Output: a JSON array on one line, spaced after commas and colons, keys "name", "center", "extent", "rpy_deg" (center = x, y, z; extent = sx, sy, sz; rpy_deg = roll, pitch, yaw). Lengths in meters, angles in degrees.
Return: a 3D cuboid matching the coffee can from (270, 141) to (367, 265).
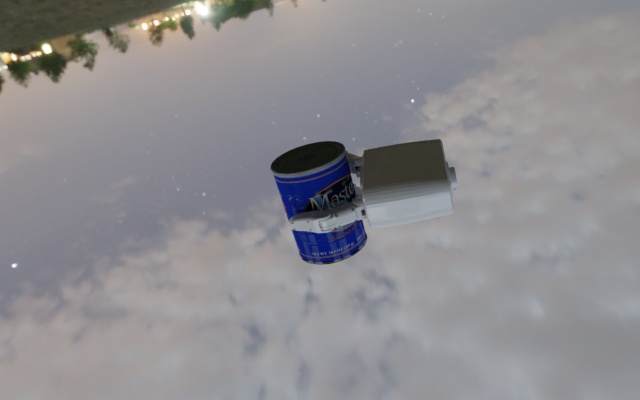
[{"name": "coffee can", "center": [0.000, 0.002, 0.661], "extent": [0.103, 0.140, 0.102], "rpy_deg": [-13, 25, 6]}]
